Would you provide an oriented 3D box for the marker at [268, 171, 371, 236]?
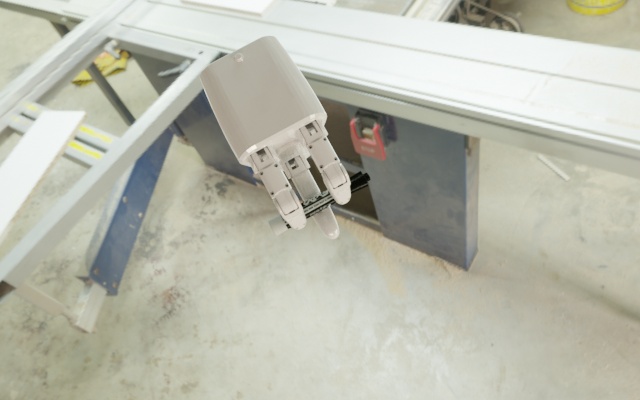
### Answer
[{"bbox_3d":[0.000,0.002,0.522,0.121,0.020,0.020,-29,2,-3],"label":"marker"}]
